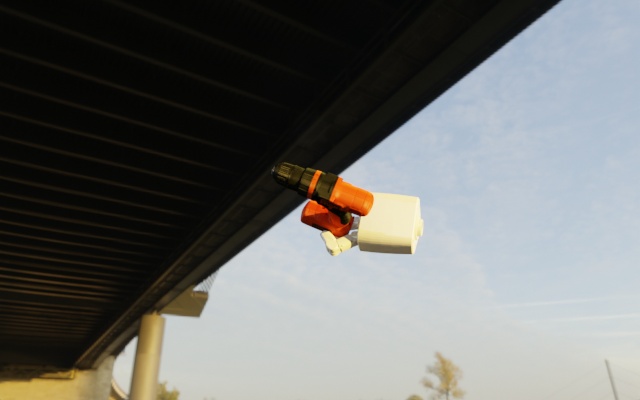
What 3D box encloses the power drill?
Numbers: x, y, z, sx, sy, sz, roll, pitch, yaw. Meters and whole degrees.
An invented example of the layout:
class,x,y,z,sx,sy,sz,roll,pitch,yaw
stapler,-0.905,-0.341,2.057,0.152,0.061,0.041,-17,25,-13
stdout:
class,x,y,z,sx,sy,sz,roll,pitch,yaw
power drill,0.000,0.003,0.888,0.184,0.057,0.188,22,-18,6
